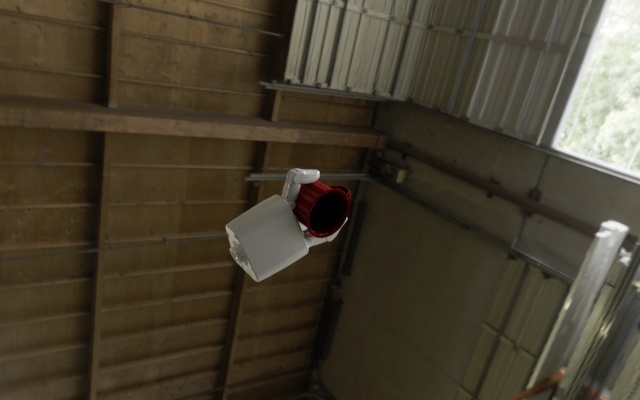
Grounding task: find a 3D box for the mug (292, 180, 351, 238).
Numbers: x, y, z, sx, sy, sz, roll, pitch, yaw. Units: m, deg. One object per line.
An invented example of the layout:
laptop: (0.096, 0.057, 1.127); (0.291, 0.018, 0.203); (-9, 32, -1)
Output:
mug: (0.001, 0.002, 0.856); (0.117, 0.093, 0.081); (-30, 38, -24)
